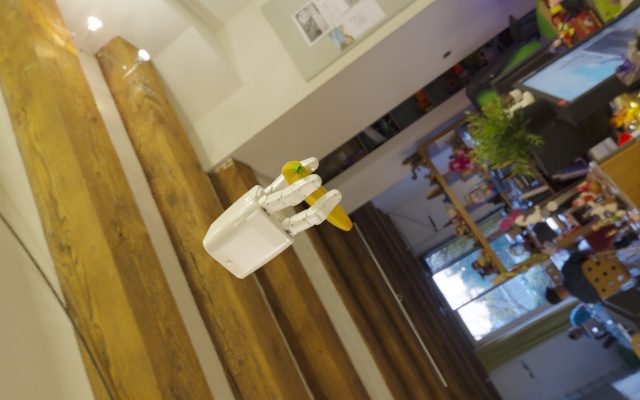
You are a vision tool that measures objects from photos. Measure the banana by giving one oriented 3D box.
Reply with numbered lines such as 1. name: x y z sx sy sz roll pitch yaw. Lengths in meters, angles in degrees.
1. banana: -0.011 -0.010 0.755 0.069 0.037 0.198 50 3 39
